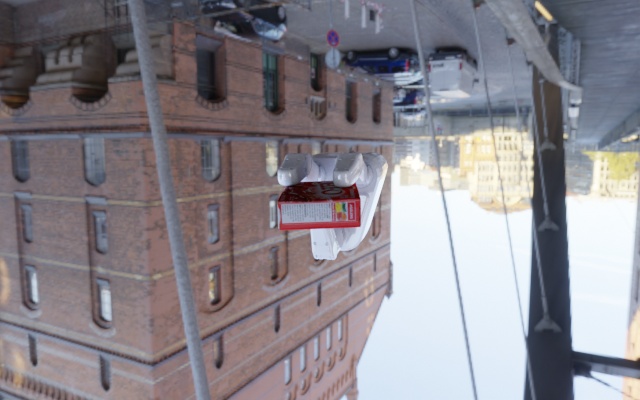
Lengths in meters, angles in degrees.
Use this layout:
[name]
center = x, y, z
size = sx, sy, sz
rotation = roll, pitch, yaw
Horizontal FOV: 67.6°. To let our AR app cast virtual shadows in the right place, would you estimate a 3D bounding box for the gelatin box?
[gelatin box]
center = 0.000, 0.002, 0.455
size = 0.073, 0.030, 0.089
rotation = -2, 14, 2
